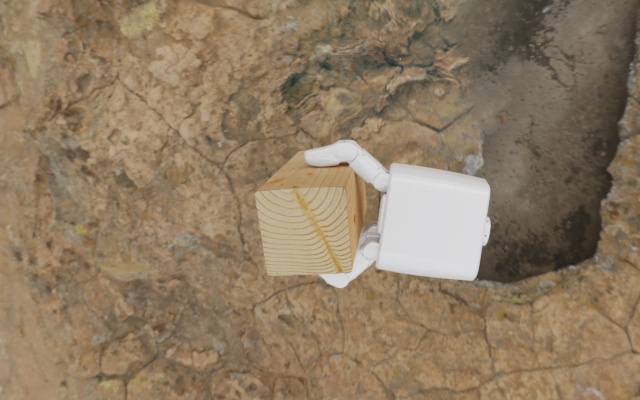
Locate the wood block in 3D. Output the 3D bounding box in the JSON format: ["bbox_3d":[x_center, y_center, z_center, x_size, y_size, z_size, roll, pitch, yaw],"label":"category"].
[{"bbox_3d":[0.000,0.002,0.558,0.090,0.091,0.206,-3,16,10],"label":"wood block"}]
